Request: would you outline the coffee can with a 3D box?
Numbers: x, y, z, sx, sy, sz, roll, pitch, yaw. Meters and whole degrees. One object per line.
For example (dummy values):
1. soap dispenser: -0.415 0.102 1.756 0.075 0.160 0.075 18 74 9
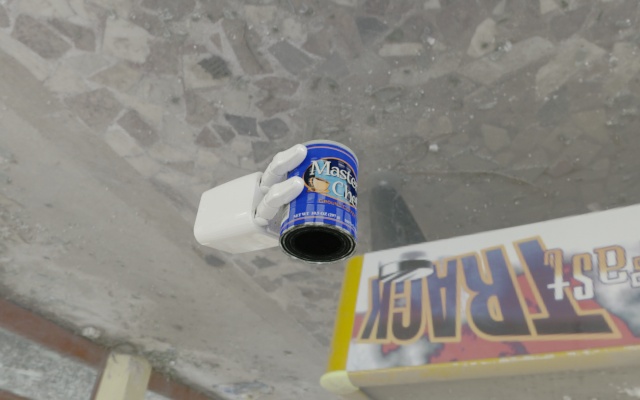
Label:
1. coffee can: 0.000 0.002 0.657 0.103 0.140 0.103 2 -36 2
